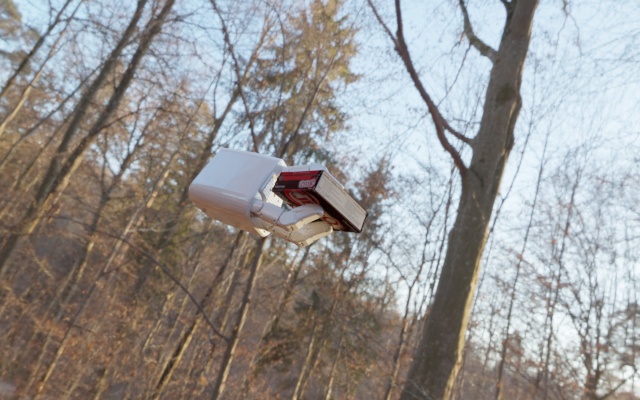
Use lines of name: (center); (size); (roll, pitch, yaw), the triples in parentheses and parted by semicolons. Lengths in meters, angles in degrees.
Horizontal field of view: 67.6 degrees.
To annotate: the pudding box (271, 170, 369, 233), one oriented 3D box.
pudding box: (0.000, 0.002, 0.675); (0.090, 0.039, 0.113); (2, -29, 48)
